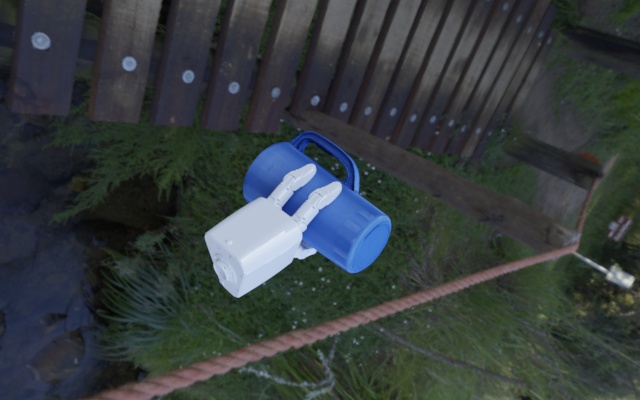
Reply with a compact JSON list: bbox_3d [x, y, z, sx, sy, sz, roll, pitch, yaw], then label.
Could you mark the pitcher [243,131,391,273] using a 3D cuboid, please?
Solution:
[{"bbox_3d":[0.000,0.003,0.799,0.242,0.149,0.145,35,49,29],"label":"pitcher"}]
